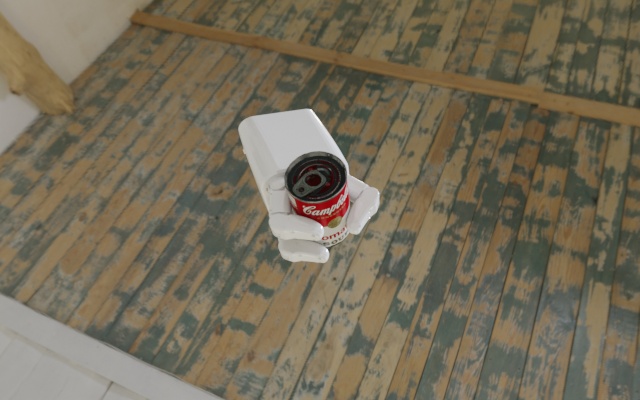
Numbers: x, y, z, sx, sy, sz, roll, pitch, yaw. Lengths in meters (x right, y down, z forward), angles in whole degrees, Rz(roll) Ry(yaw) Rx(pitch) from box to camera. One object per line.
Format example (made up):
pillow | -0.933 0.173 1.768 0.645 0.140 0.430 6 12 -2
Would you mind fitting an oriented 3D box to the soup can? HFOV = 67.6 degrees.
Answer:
soup can | 0.000 0.002 0.548 0.068 0.068 0.102 0 -34 8
